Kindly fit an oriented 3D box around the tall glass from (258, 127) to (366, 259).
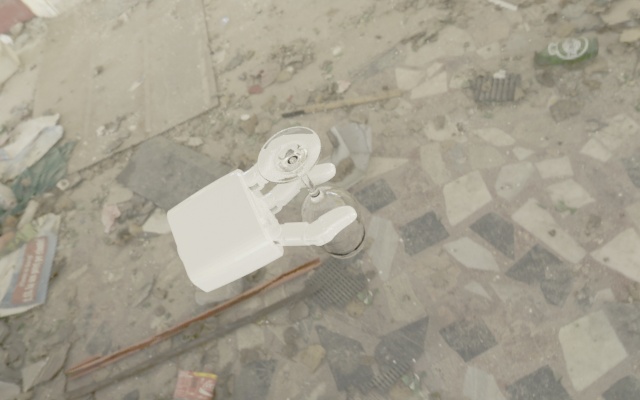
[{"bbox_3d":[0.000,0.002,0.584,0.079,0.079,0.201,0,-31,24],"label":"tall glass"}]
